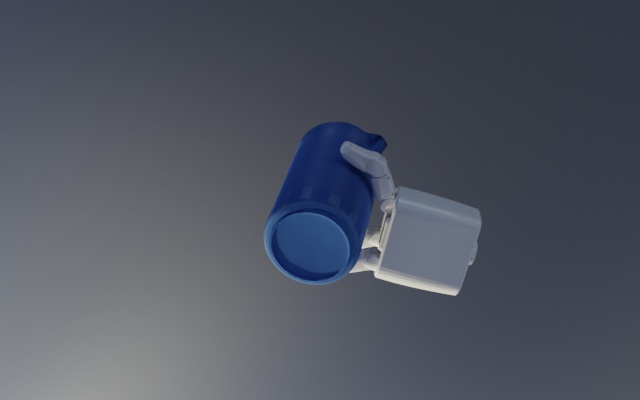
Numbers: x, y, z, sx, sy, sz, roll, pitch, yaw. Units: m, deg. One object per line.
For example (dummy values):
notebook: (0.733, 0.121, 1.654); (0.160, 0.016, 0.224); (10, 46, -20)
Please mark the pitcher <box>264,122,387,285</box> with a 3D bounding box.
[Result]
pitcher: (0.000, 0.002, 0.619); (0.145, 0.149, 0.242); (14, 28, 4)
